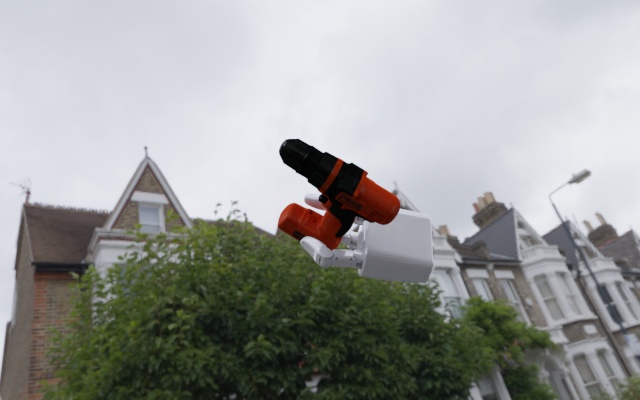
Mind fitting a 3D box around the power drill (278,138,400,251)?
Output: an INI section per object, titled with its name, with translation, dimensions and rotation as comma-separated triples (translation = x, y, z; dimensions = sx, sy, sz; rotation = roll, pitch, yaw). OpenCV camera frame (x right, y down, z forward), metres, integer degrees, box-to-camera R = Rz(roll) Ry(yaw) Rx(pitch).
[power drill]
translation = 0.000, 0.003, 0.704
dimensions = 0.184, 0.057, 0.188
rotation = 32, -33, -6
